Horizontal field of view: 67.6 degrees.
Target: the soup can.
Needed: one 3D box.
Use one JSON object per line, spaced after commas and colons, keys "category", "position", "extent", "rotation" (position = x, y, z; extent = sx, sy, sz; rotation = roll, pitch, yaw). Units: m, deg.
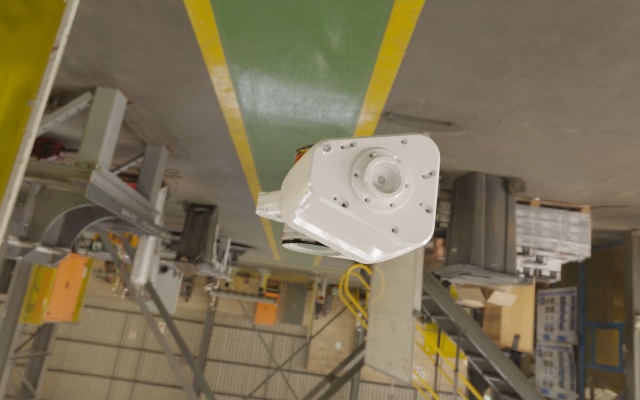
{"category": "soup can", "position": [0.000, 0.002, 0.497], "extent": [0.068, 0.102, 0.068], "rotation": [8, -14, 2]}
